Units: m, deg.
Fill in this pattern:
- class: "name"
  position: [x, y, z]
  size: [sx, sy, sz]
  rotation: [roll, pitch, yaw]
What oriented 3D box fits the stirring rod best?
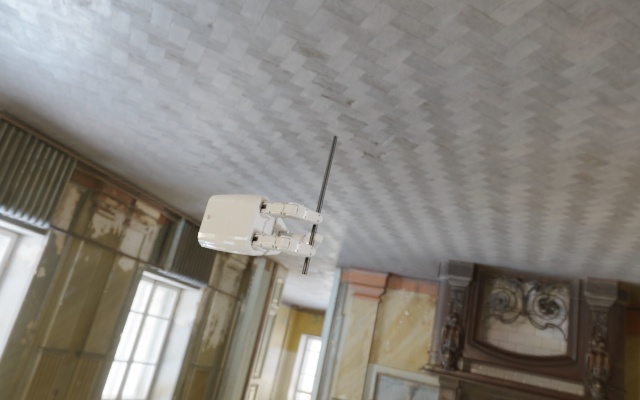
- class: "stirring rod"
  position: [0.000, 0.002, 0.778]
  size: [0.011, 0.239, 0.011]
  rotation: [12, -18, 4]
